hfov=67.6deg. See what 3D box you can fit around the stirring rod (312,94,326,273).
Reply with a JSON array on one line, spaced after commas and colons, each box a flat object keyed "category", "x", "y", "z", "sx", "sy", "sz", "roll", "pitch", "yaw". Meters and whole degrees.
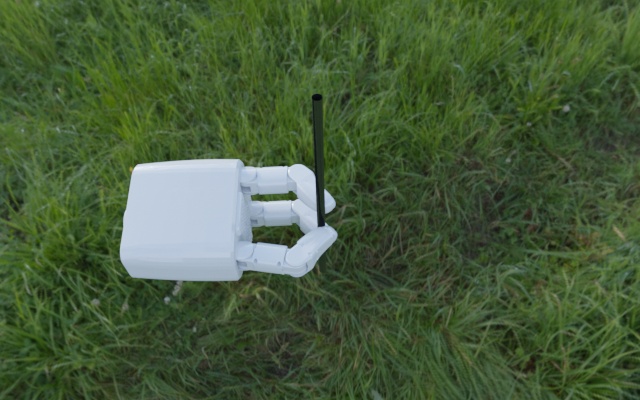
[{"category": "stirring rod", "x": 0.000, "y": 0.002, "z": 0.436, "sx": 0.011, "sy": 0.011, "sz": 0.240, "roll": 0, "pitch": -39, "yaw": 2}]
